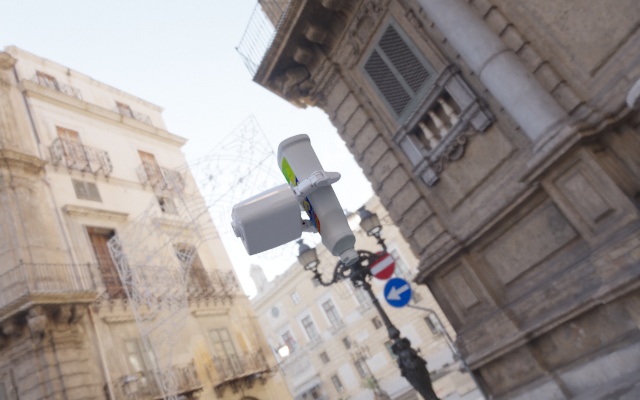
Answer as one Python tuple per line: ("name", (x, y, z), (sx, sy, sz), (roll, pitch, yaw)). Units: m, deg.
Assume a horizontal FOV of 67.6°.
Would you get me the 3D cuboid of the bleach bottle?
("bleach bottle", (0.000, 0.003, 0.876), (0.068, 0.250, 0.103), (-21, -25, -18))
